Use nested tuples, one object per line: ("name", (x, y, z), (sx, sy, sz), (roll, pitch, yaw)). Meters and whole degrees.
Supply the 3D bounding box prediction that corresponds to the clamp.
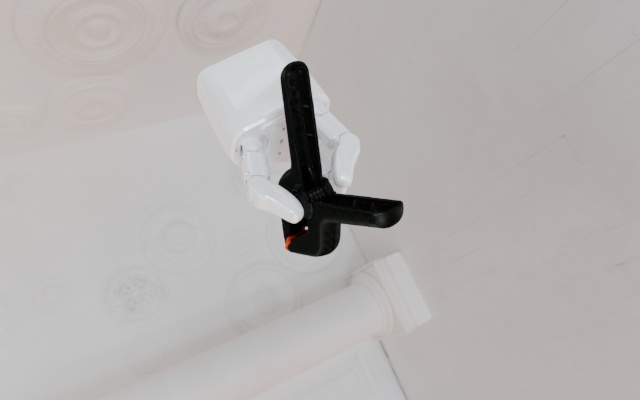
("clamp", (-0.001, 0.002, 0.446), (0.036, 0.164, 0.210), (-21, -30, -25))
